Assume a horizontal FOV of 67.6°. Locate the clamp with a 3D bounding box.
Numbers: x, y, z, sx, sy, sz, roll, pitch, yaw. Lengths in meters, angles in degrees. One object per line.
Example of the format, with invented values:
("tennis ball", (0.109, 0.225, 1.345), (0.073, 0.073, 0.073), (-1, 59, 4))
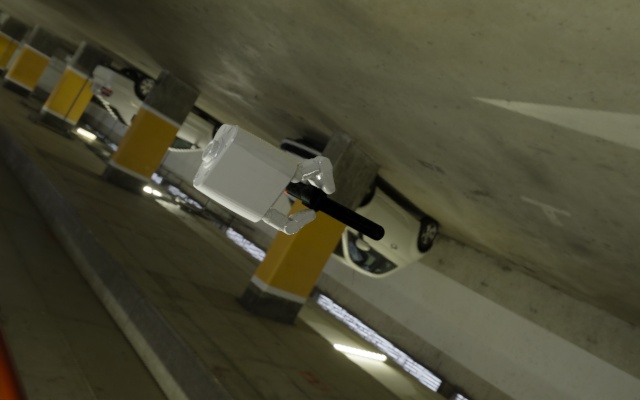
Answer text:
("clamp", (-0.001, 0.003, 0.770), (0.164, 0.036, 0.210), (31, -3, -29))
